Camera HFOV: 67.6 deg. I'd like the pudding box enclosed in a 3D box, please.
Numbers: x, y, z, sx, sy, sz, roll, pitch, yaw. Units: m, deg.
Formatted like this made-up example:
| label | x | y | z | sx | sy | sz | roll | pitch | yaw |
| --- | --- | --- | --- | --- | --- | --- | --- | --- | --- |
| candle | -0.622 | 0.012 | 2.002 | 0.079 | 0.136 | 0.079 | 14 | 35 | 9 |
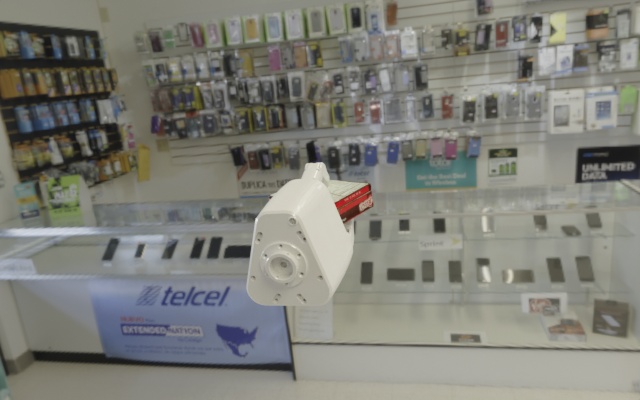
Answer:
| label | x | y | z | sx | sy | sz | roll | pitch | yaw |
| --- | --- | --- | --- | --- | --- | --- | --- | --- | --- |
| pudding box | 0.000 | 0.002 | 0.637 | 0.113 | 0.039 | 0.090 | 10 | 25 | 40 |
